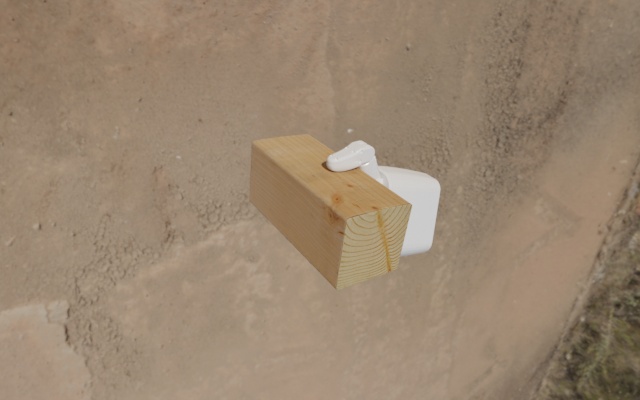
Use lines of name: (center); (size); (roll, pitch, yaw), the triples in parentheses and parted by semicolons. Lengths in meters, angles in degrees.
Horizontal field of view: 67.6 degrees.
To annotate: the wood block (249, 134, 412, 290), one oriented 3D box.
wood block: (0.001, 0.002, 0.573); (0.090, 0.091, 0.206); (-12, 34, -32)
